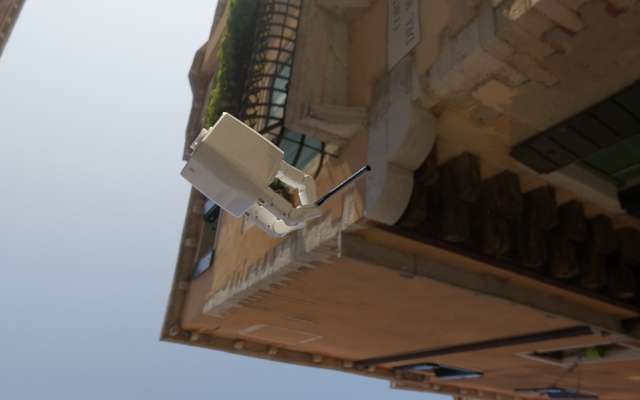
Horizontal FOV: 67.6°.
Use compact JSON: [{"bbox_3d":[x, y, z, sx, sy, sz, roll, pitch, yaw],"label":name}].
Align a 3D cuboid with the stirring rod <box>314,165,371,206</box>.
[{"bbox_3d":[0.000,0.002,0.687,0.011,0.011,0.239,0,-21,-32],"label":"stirring rod"}]
